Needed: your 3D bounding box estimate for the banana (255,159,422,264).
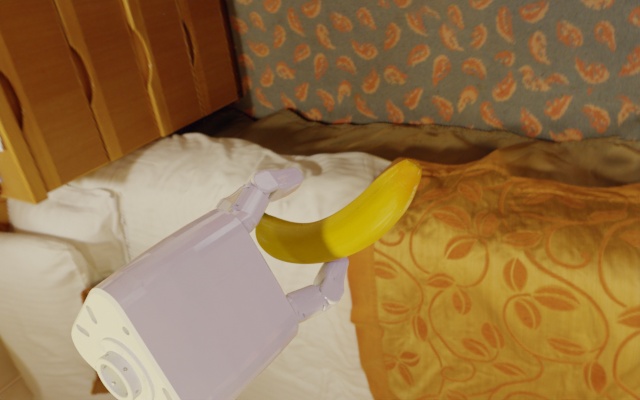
[{"bbox_3d":[0.004,0.019,0.407,0.198,0.069,0.037,-13,12,40],"label":"banana"}]
